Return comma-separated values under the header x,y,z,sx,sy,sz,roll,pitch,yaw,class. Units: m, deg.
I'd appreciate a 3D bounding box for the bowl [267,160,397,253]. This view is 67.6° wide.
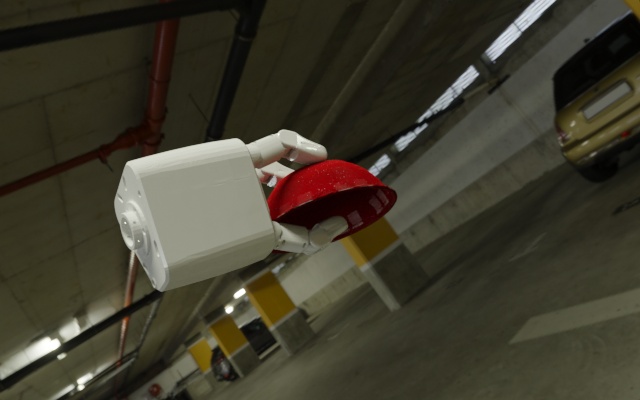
x,y,z,sx,sy,sz,roll,pitch,yaw,class
0.001,0.001,0.530,0.162,0.055,0.162,-17,-21,-7,bowl
